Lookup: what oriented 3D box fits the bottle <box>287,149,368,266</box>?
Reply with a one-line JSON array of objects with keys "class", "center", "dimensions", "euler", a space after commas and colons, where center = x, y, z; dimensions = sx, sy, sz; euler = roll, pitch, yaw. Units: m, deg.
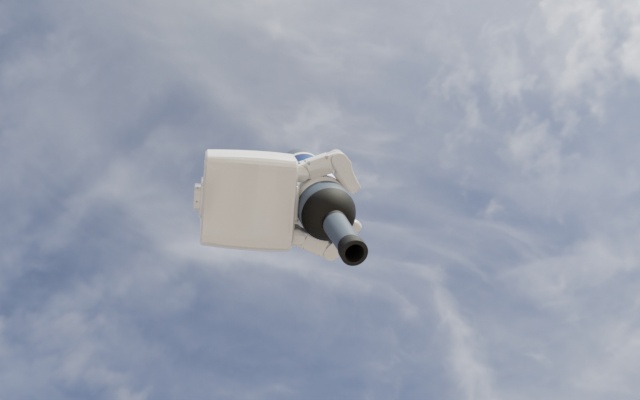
[{"class": "bottle", "center": [0.000, 0.002, 0.588], "dimensions": [0.069, 0.069, 0.295], "euler": [0, 19, -14]}]
